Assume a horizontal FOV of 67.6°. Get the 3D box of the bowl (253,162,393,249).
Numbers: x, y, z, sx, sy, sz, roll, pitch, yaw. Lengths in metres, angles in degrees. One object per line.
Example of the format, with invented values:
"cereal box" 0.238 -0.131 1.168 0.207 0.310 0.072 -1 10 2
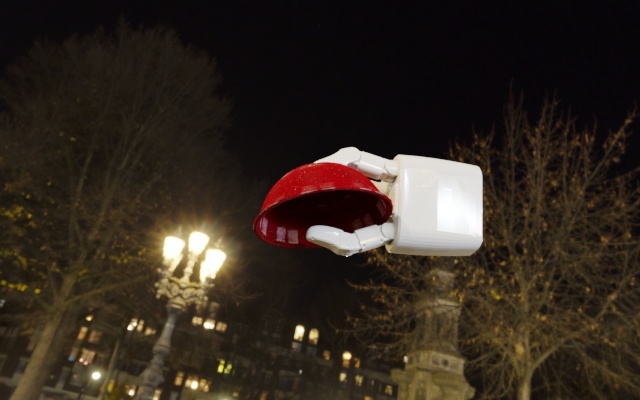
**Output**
"bowl" -0.001 0.001 0.557 0.162 0.055 0.162 -8 -26 -4
